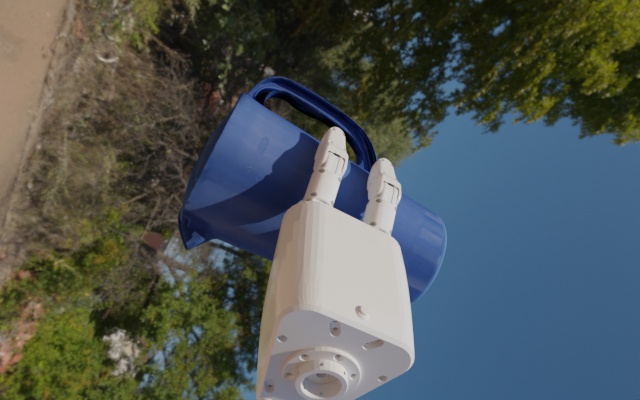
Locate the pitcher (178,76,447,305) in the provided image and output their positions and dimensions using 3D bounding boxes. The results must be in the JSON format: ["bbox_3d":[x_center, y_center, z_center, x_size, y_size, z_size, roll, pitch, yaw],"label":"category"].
[{"bbox_3d":[0.000,0.002,0.465,0.243,0.149,0.145,27,27,-15],"label":"pitcher"}]
